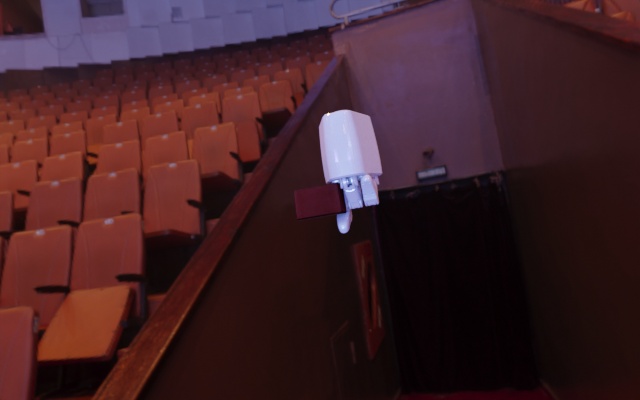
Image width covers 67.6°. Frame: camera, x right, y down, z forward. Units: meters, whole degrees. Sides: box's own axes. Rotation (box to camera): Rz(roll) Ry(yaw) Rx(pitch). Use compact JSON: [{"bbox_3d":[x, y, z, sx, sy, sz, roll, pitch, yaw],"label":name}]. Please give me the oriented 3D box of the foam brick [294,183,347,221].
[{"bbox_3d":[0.000,0.003,0.803,0.078,0.051,0.053,-10,-3,12],"label":"foam brick"}]
